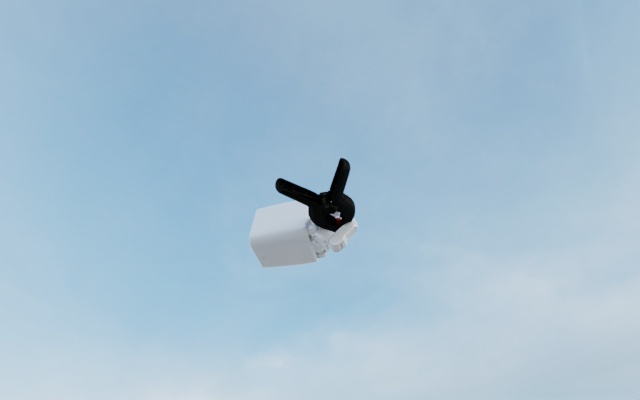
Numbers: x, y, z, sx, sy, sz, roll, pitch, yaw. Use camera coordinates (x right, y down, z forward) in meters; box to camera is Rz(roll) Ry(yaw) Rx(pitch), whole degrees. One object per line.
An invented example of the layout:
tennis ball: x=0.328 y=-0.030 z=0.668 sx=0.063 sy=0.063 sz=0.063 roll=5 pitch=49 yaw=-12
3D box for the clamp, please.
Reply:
clamp: x=0.000 y=0.002 z=0.782 sx=0.120 sy=0.039 sz=0.172 roll=-7 pitch=-41 yaw=9
